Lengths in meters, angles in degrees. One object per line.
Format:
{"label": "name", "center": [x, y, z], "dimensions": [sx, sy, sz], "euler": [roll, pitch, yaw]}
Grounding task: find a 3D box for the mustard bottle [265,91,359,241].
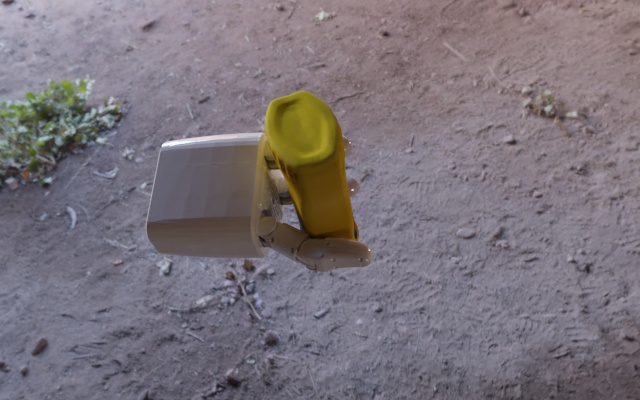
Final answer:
{"label": "mustard bottle", "center": [0.000, 0.001, 0.441], "dimensions": [0.058, 0.096, 0.192], "euler": [-21, -40, -5]}
